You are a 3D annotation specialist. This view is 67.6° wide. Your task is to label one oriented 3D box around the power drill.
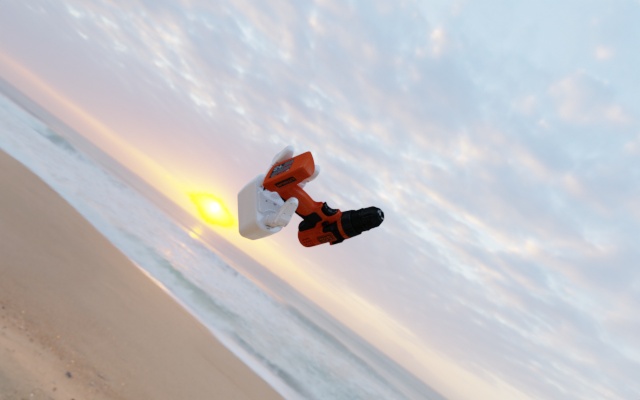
[{"bbox_3d":[0.000,0.003,0.865,0.184,0.188,0.057,-20,31,30],"label":"power drill"}]
